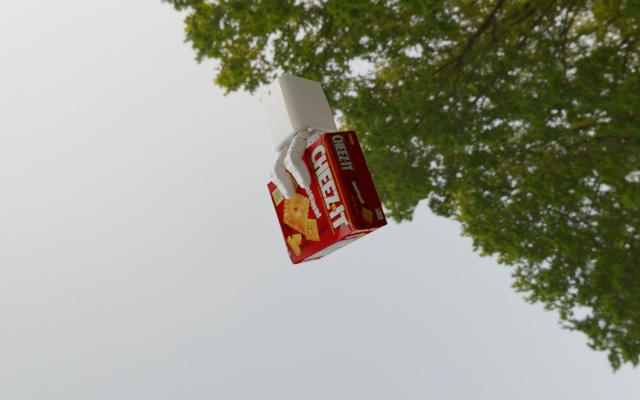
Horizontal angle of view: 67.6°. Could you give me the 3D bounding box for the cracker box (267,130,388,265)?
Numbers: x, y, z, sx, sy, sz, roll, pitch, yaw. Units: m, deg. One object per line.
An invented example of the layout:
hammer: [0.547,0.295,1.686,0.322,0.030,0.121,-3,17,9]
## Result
cracker box: [0.000,0.003,0.812,0.072,0.164,0.214,-10,-15,-35]
